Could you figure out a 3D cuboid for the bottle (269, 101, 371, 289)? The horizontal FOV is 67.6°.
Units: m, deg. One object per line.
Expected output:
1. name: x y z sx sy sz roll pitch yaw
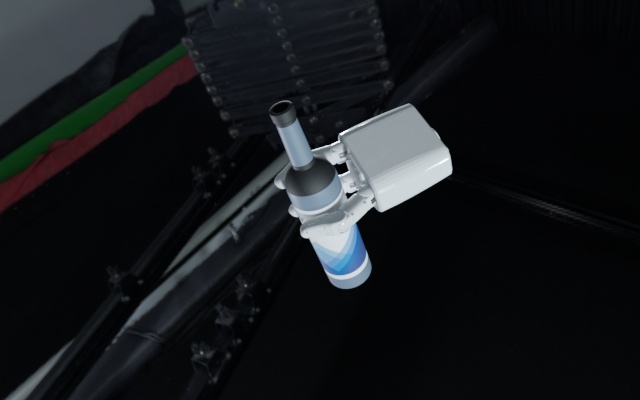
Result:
1. bottle: 0.000 0.002 0.611 0.069 0.069 0.296 0 -44 24
